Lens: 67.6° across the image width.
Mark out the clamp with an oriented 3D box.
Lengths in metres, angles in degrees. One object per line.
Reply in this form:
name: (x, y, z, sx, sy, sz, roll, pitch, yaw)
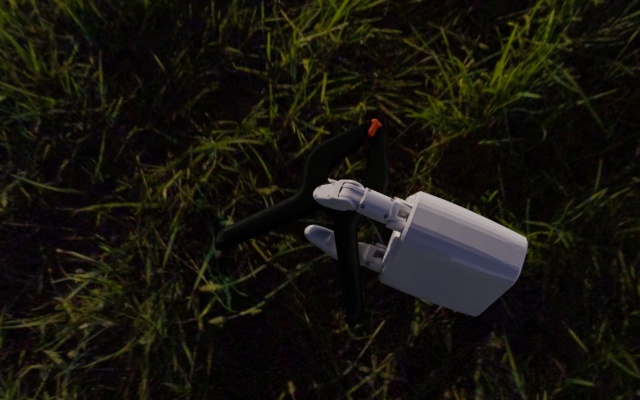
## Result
clamp: (0.001, 0.001, 0.493, 0.164, 0.210, 0.036, 22, -16, 5)
